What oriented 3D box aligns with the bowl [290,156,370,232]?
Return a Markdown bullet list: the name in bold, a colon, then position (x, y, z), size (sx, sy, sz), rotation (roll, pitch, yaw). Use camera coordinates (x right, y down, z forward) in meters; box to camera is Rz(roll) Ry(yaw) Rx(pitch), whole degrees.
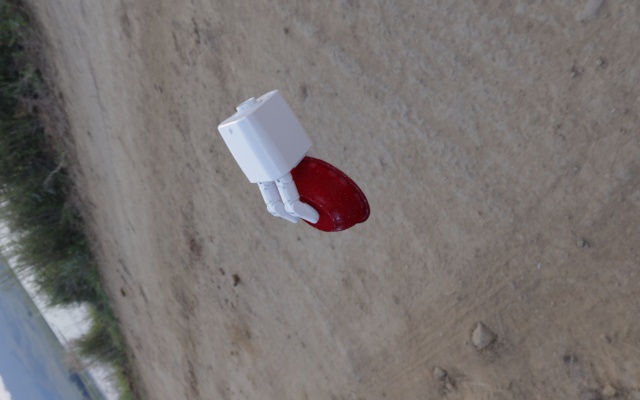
- **bowl**: position (0.001, 0.004, 0.795), size (0.162, 0.055, 0.162), rotation (29, -26, 16)
